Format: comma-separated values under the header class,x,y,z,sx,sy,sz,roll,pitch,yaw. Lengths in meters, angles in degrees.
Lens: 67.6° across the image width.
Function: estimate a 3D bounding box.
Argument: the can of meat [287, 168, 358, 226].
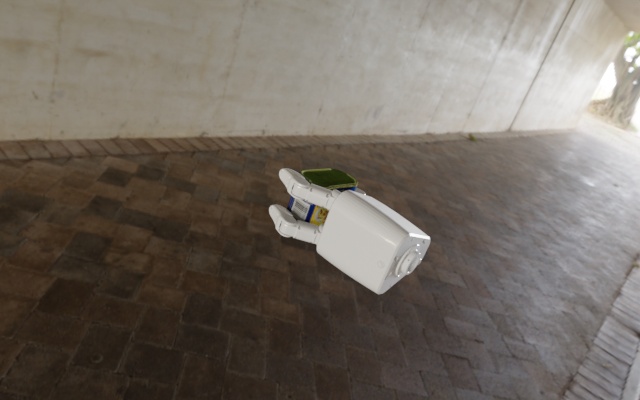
class,x,y,z,sx,sy,sz,roll,pitch,yaw
can of meat,0.000,0.002,0.690,0.057,0.084,0.102,36,28,32
